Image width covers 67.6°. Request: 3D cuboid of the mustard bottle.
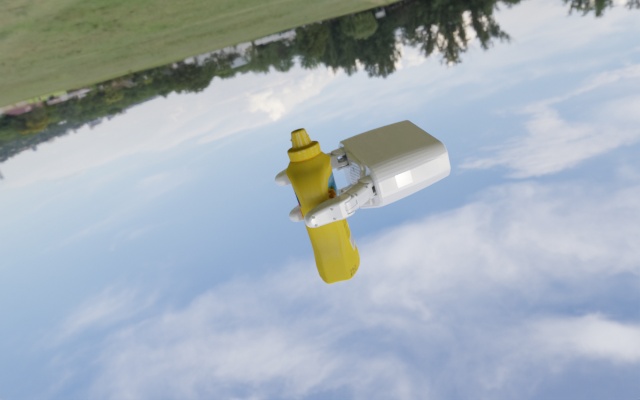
[{"bbox_3d":[0.000,0.002,0.603,0.058,0.192,0.096,-13,19,10],"label":"mustard bottle"}]
